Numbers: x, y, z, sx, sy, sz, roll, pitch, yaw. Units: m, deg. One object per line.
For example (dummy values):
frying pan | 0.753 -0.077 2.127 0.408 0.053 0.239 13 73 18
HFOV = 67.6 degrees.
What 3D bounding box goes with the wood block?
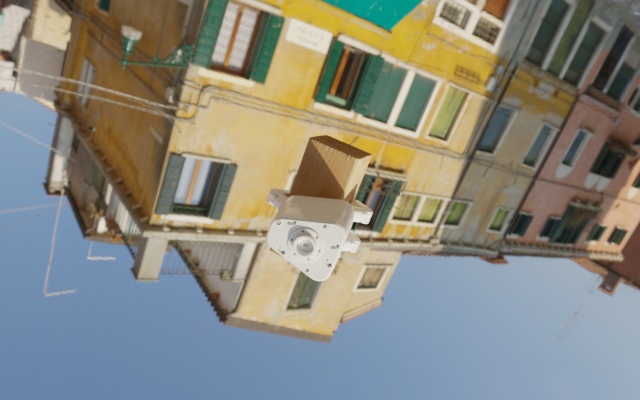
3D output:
wood block | 0.000 0.003 0.809 0.091 0.206 0.090 26 18 14
